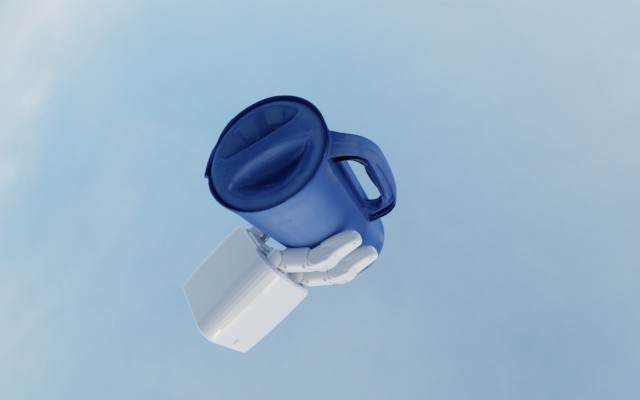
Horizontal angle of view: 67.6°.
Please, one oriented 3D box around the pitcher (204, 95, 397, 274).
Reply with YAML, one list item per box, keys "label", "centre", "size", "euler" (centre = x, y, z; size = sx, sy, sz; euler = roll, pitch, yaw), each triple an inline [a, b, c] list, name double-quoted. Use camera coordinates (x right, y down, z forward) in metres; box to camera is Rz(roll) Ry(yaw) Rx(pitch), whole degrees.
- label: "pitcher"
  centre: [0.000, 0.002, 0.548]
  size: [0.149, 0.145, 0.243]
  euler: [42, -3, 36]
